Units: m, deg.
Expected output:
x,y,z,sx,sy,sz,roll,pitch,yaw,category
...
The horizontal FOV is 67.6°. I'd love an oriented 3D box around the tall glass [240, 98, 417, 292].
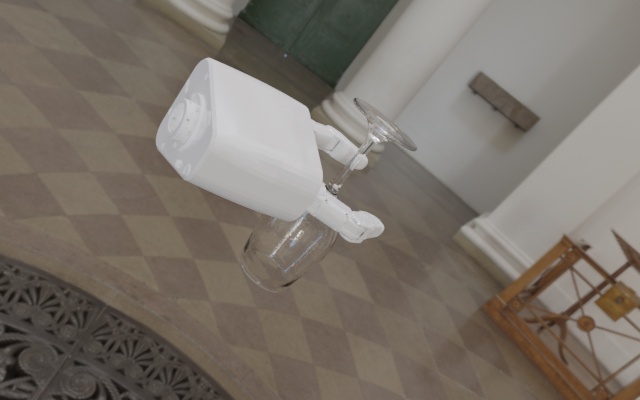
x,y,z,sx,sy,sz,roll,pitch,yaw,category
0.001,0.001,0.470,0.079,0.201,0.079,34,21,-15,tall glass
